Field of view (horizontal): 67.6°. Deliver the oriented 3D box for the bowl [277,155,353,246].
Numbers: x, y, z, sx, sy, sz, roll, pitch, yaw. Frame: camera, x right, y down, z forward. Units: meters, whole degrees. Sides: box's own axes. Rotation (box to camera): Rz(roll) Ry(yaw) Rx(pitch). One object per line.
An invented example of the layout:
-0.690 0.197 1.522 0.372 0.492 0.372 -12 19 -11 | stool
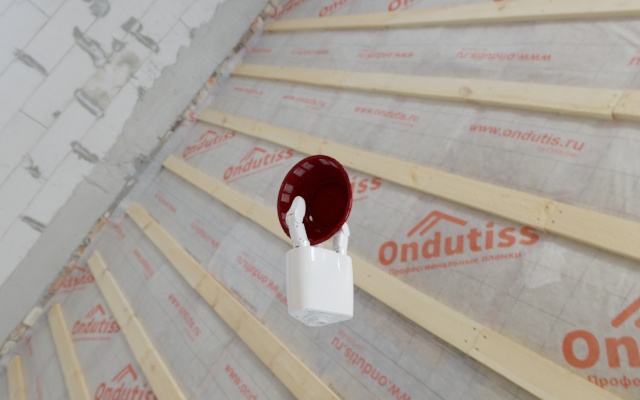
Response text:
0.000 0.002 0.851 0.162 0.162 0.055 0 -10 36 | bowl
